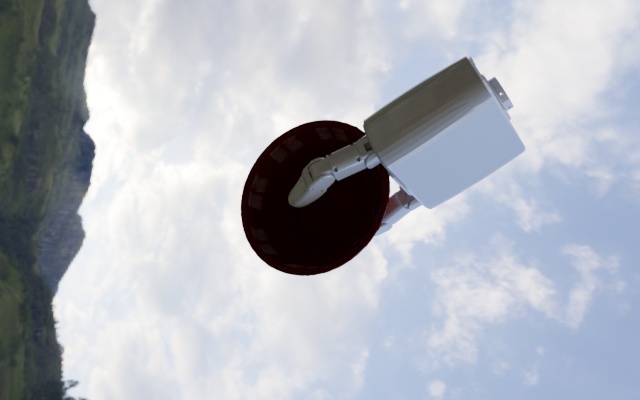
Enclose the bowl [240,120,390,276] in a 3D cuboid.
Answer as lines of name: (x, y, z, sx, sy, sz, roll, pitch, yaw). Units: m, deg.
bowl: (-0.001, 0.002, 0.491, 0.162, 0.162, 0.055, 0, -18, 25)
